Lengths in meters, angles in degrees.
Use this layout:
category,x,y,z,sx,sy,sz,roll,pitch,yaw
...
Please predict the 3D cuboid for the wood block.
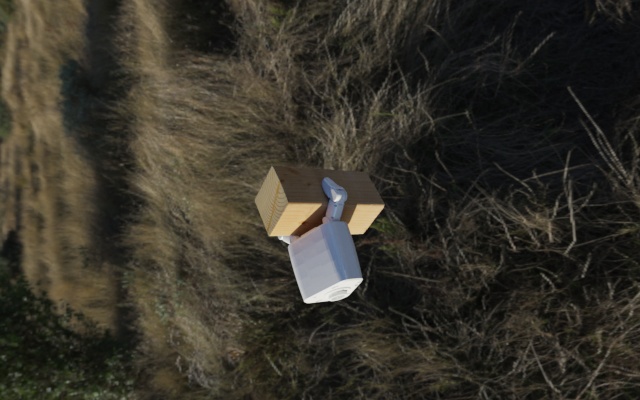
category,x,y,z,sx,sy,sz,roll,pitch,yaw
wood block,0.000,0.003,0.872,0.206,0.090,0.091,1,-43,-34
